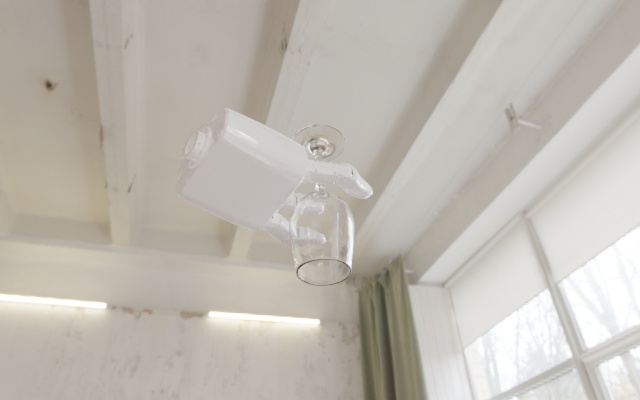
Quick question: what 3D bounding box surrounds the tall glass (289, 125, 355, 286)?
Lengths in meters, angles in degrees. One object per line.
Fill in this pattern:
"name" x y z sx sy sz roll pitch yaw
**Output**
"tall glass" 0.000 0.001 0.592 0.079 0.200 0.079 -2 -37 -1
